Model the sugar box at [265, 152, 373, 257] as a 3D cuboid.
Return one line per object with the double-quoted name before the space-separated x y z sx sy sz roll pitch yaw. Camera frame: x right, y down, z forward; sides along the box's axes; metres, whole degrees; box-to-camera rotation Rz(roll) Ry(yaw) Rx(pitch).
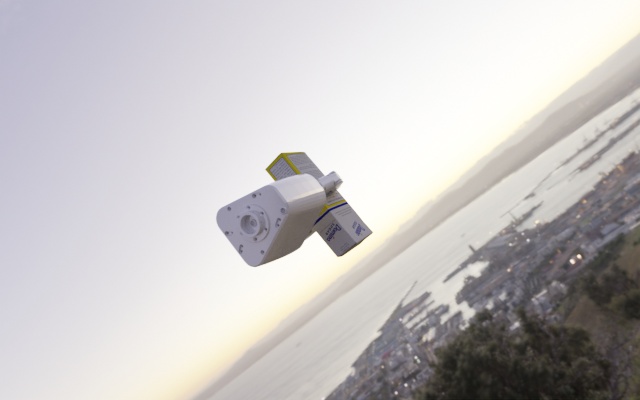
"sugar box" 0.000 0.003 0.740 0.048 0.176 0.093 -41 -9 22
